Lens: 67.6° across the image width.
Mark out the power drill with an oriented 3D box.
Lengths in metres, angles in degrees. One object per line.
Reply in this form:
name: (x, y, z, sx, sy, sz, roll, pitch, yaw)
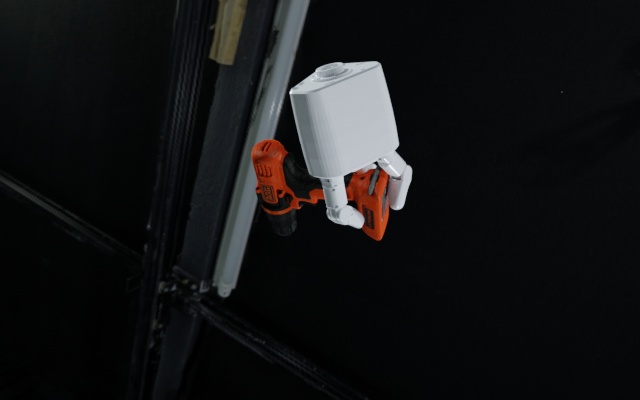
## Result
power drill: (0.001, 0.002, 0.675, 0.187, 0.057, 0.185, 10, -37, 15)
